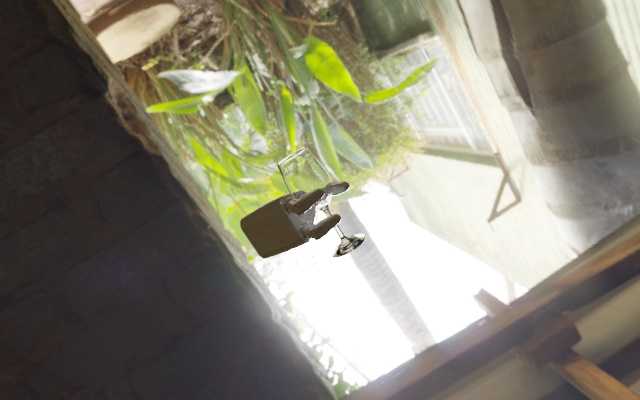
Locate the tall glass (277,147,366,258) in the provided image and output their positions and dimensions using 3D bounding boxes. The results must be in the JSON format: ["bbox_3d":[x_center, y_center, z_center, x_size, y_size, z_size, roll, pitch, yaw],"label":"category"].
[{"bbox_3d":[0.001,0.003,0.867,0.079,0.201,0.079,-30,13,8],"label":"tall glass"}]
